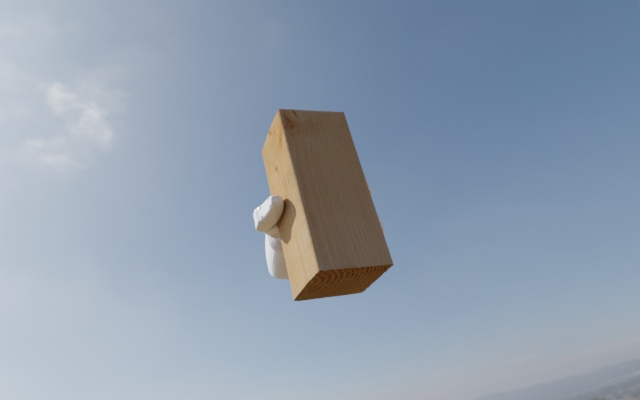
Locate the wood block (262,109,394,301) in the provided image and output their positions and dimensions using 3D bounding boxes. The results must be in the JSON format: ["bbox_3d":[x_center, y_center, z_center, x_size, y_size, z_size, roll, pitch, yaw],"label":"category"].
[{"bbox_3d":[0.000,0.002,0.564,0.091,0.206,0.090,-3,-29,-24],"label":"wood block"}]
